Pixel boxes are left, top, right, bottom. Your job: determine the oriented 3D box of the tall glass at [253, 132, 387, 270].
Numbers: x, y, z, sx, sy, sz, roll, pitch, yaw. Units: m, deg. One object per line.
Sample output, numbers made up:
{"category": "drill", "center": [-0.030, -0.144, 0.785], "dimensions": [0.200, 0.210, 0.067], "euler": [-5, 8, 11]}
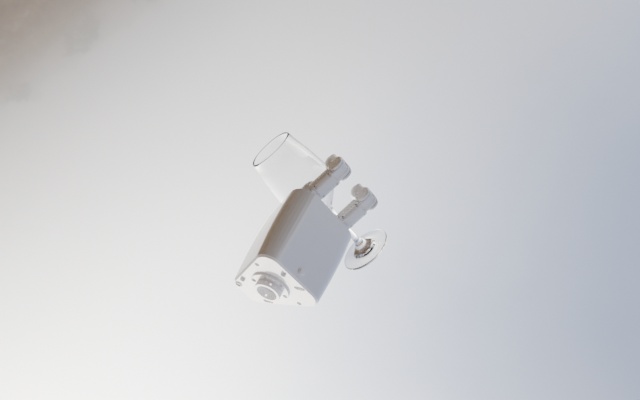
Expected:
{"category": "tall glass", "center": [0.001, 0.002, 0.638], "dimensions": [0.201, 0.079, 0.079], "euler": [47, -21, -21]}
